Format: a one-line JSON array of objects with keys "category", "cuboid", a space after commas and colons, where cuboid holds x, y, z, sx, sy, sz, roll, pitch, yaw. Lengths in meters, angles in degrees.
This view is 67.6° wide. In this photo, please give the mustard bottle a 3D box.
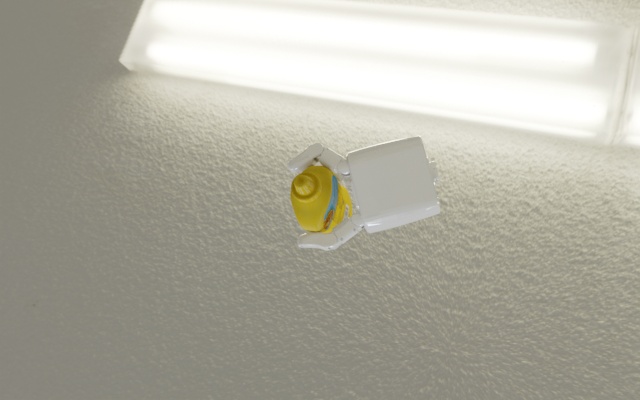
[{"category": "mustard bottle", "cuboid": [0.000, 0.002, 0.703, 0.058, 0.096, 0.192, 9, -14, 18]}]
